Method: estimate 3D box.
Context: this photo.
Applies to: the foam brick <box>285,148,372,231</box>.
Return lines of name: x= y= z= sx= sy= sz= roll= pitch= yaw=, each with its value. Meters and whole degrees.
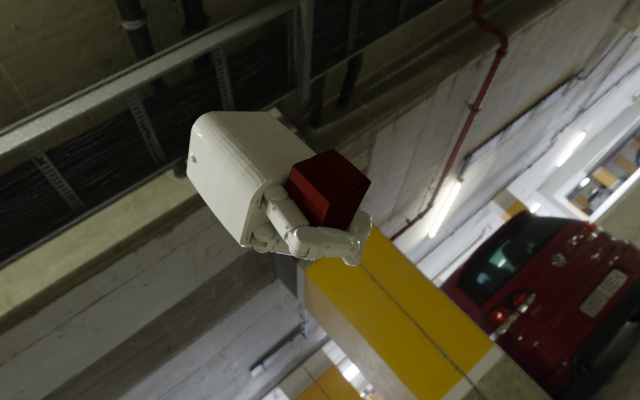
foam brick: x=0.000 y=0.001 z=0.435 sx=0.053 sy=0.051 sz=0.078 roll=-26 pitch=-28 yaw=-38
